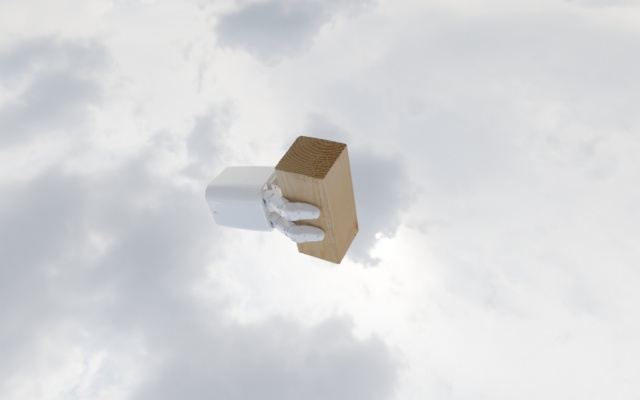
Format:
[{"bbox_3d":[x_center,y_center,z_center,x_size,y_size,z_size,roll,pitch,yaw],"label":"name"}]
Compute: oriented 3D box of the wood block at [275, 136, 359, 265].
[{"bbox_3d":[0.000,0.002,0.816,0.090,0.206,0.090,13,50,24],"label":"wood block"}]
